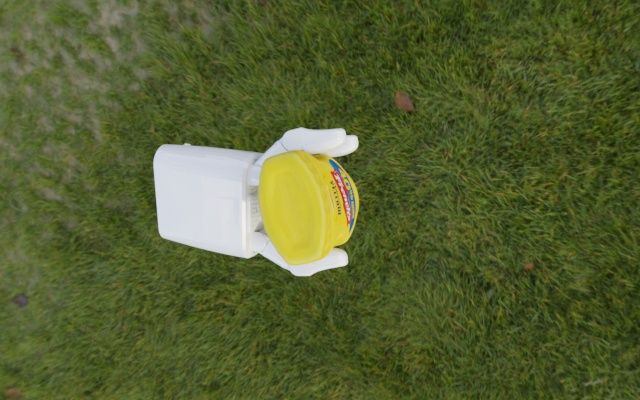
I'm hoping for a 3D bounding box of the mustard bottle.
[{"bbox_3d":[0.000,0.002,0.482,0.058,0.096,0.191,-15,-1,15],"label":"mustard bottle"}]
